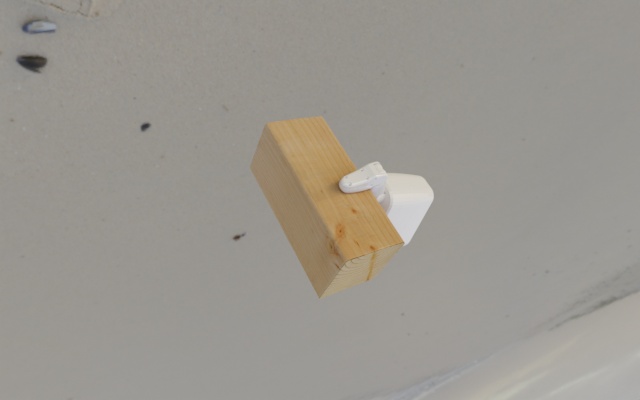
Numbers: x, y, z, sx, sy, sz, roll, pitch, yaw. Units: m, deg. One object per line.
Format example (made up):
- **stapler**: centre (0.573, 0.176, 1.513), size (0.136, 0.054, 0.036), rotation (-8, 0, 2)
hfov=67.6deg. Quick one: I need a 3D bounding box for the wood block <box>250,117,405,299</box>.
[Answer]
- **wood block**: centre (0.001, 0.002, 0.598), size (0.090, 0.206, 0.091), rotation (-13, -30, -33)
